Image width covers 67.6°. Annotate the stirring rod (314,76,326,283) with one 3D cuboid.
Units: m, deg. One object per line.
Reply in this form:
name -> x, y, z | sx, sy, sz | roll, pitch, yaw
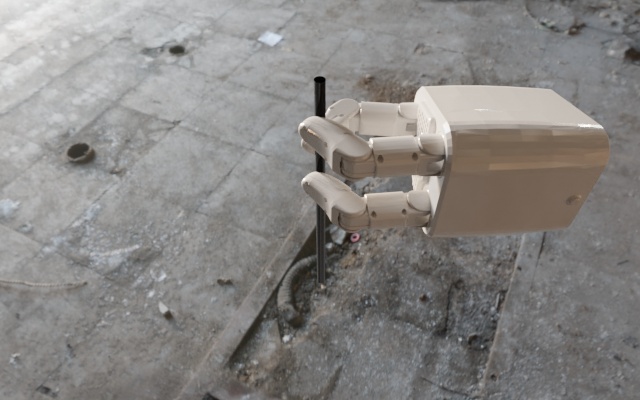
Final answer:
stirring rod -> 0.000, 0.001, 0.402 | 0.011, 0.011, 0.240 | 0, -42, 0
